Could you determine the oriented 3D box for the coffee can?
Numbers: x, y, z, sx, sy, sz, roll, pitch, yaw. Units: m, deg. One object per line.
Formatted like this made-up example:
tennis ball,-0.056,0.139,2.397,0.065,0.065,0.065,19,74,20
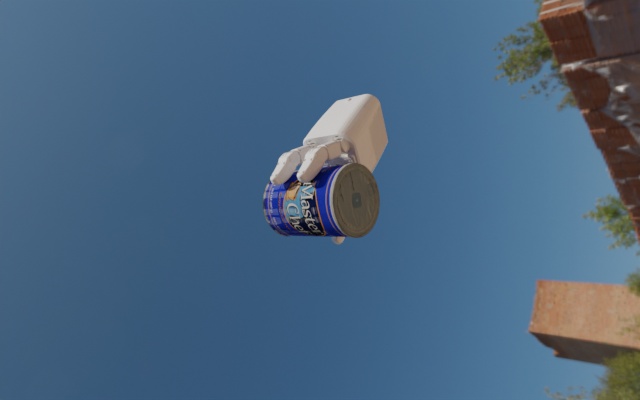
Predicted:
coffee can,0.000,0.002,0.697,0.140,0.103,0.103,-3,-2,43
